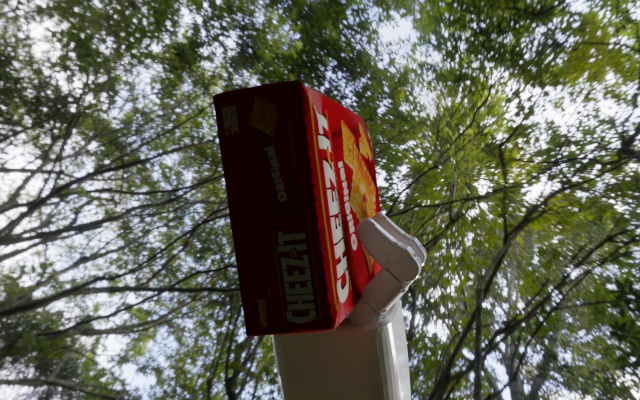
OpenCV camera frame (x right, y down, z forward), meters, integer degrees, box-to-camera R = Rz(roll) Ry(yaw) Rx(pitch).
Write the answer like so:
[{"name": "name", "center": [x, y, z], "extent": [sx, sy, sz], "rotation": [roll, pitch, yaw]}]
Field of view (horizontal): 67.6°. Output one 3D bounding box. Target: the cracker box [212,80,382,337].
[{"name": "cracker box", "center": [0.000, 0.001, 0.406], "extent": [0.072, 0.164, 0.213], "rotation": [-8, 1, 16]}]
